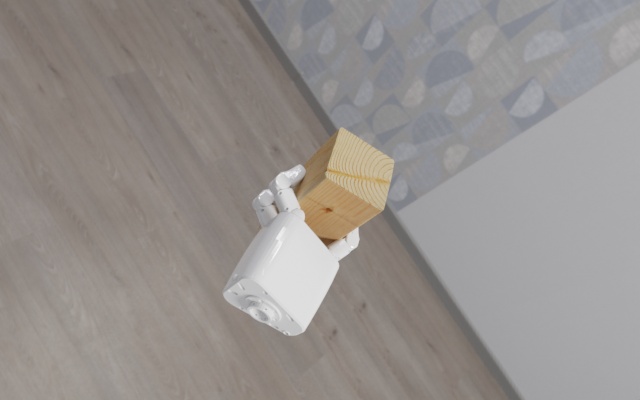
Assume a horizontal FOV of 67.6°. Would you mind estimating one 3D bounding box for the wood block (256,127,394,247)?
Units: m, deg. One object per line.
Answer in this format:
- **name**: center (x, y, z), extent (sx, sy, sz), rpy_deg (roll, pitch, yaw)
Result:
- **wood block**: center (0.000, 0.003, 0.675), extent (0.091, 0.090, 0.206), rpy_deg (30, -38, -17)
